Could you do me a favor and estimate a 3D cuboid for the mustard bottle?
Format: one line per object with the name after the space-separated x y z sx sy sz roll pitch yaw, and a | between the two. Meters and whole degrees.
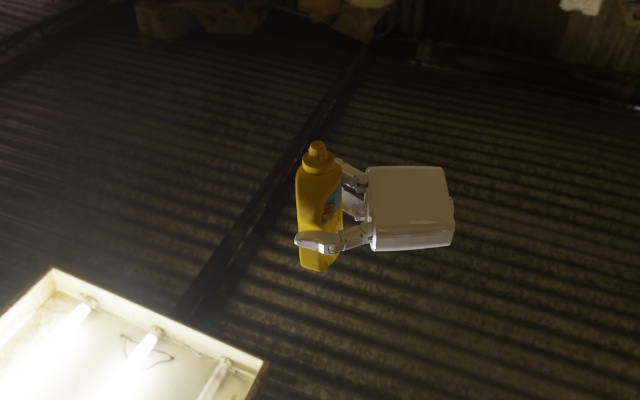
0.000 0.002 0.655 0.058 0.192 0.096 15 44 17 | mustard bottle
